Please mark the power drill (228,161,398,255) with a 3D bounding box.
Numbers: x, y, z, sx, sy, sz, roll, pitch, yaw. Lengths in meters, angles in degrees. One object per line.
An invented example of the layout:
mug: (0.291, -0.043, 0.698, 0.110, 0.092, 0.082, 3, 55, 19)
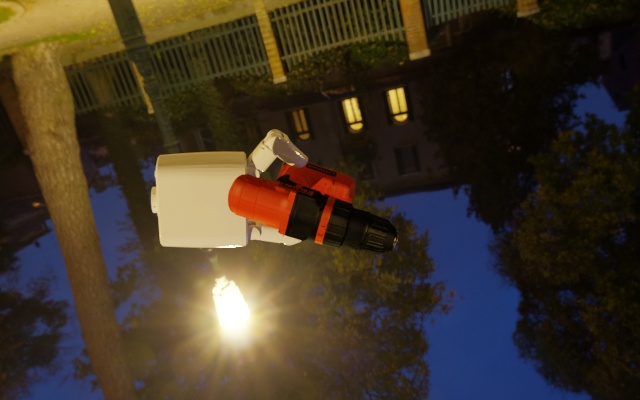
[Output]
power drill: (0.000, 0.002, 0.571, 0.184, 0.057, 0.187, 19, 12, 3)
